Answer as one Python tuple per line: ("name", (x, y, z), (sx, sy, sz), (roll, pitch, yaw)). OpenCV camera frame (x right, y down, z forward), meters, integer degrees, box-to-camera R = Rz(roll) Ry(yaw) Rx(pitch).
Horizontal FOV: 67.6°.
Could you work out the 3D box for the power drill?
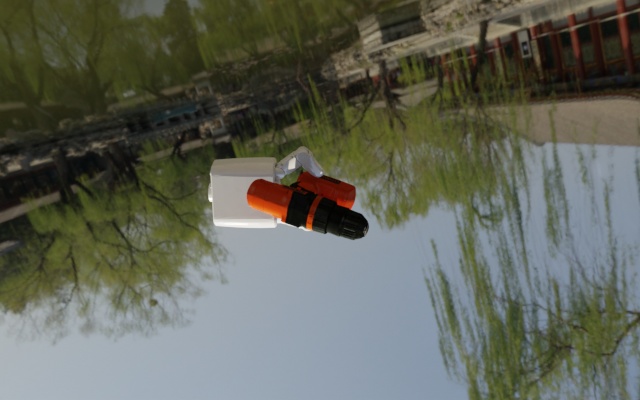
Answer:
("power drill", (0.000, 0.002, 0.748), (0.184, 0.057, 0.187), (20, 12, 13))
